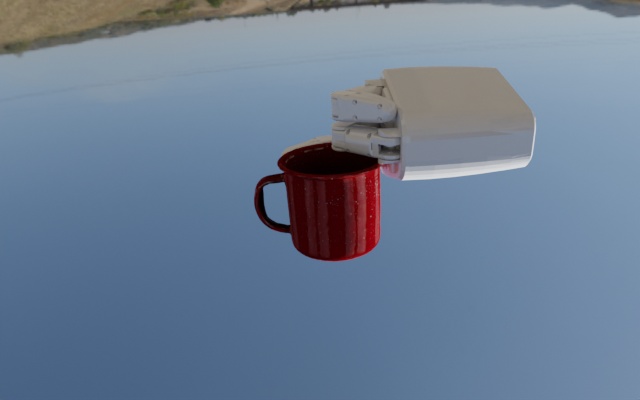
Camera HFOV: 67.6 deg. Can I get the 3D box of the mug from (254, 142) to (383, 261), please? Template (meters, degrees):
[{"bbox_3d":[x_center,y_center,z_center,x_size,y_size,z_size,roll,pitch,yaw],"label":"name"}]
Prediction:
[{"bbox_3d":[-0.001,0.002,0.422,0.117,0.081,0.093,-5,23,-2],"label":"mug"}]
